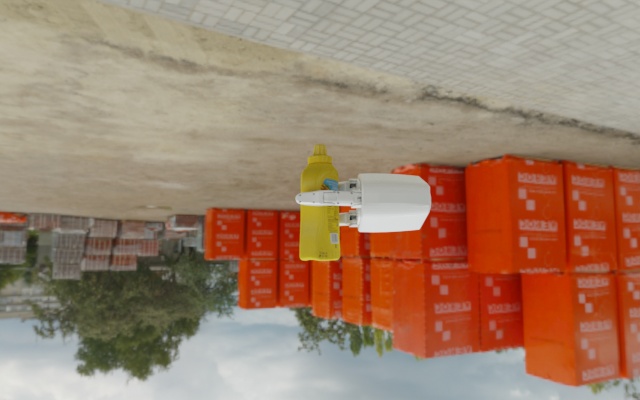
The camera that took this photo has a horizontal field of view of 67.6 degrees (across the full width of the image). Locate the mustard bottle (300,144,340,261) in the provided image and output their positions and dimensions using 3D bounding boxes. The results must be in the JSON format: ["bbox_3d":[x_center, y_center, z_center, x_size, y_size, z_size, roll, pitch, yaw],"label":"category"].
[{"bbox_3d":[0.000,0.003,0.791,0.058,0.191,0.096,-2,-5,25],"label":"mustard bottle"}]
